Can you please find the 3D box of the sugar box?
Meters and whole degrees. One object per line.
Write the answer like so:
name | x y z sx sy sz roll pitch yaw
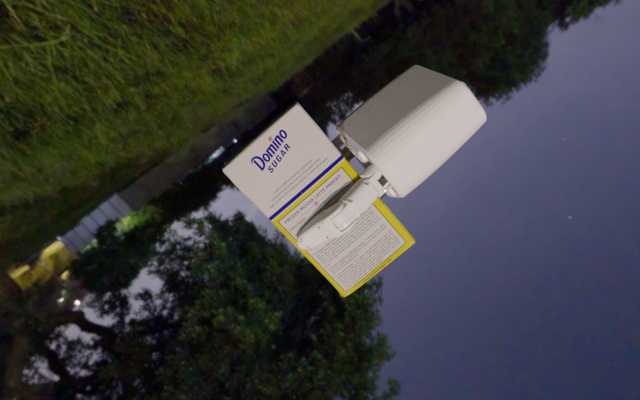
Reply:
sugar box | 0.000 0.001 0.461 0.093 0.176 0.048 -40 14 5
